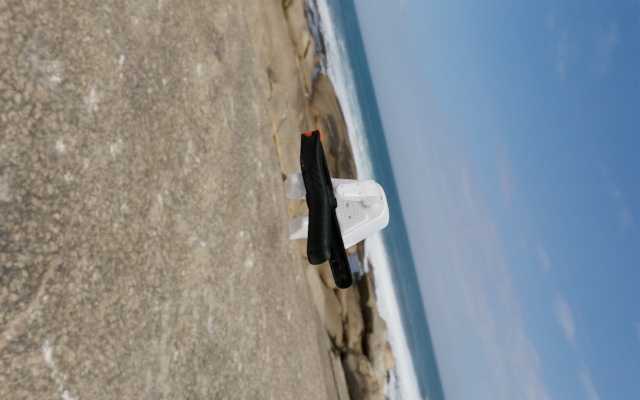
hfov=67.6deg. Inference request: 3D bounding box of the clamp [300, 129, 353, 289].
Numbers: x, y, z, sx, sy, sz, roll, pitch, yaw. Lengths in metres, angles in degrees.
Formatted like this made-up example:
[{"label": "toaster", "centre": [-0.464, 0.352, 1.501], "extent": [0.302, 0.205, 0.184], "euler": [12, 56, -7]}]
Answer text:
[{"label": "clamp", "centre": [0.001, 0.001, 0.597], "extent": [0.036, 0.210, 0.164], "euler": [-13, -15, 8]}]
